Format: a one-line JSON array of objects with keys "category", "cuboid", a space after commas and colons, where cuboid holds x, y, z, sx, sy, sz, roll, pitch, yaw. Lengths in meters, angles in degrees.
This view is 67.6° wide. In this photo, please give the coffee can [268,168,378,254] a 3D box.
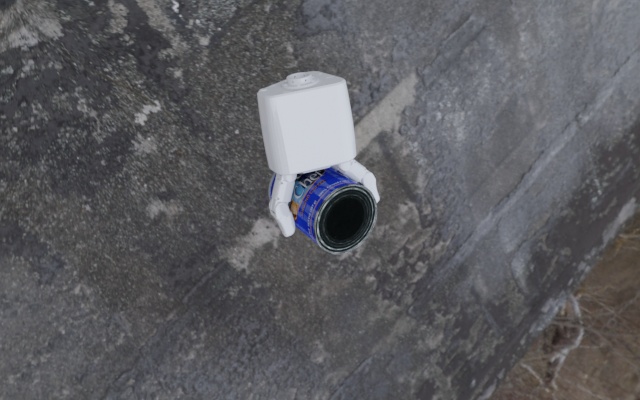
[{"category": "coffee can", "cuboid": [0.000, 0.002, 0.695, 0.103, 0.103, 0.140, 0, 20, -33]}]
